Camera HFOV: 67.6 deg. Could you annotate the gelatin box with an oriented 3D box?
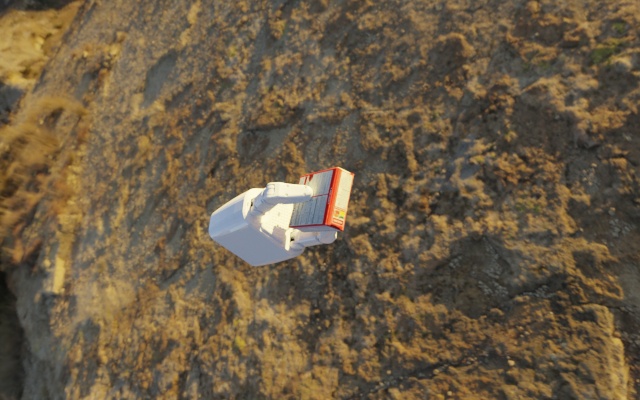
[{"bbox_3d":[0.000,0.002,0.604,0.030,0.073,0.089,21,-16,-31],"label":"gelatin box"}]
